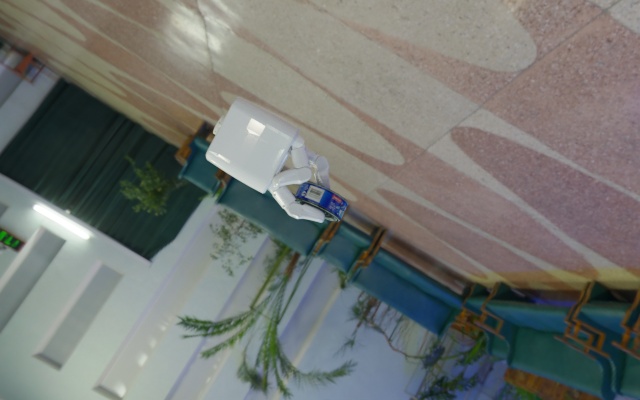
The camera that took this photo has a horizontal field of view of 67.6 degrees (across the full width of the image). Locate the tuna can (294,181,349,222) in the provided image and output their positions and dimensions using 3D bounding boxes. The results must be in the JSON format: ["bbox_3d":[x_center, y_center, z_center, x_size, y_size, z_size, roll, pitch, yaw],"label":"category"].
[{"bbox_3d":[0.000,0.003,0.777,0.086,0.033,0.086,24,-12,5],"label":"tuna can"}]
